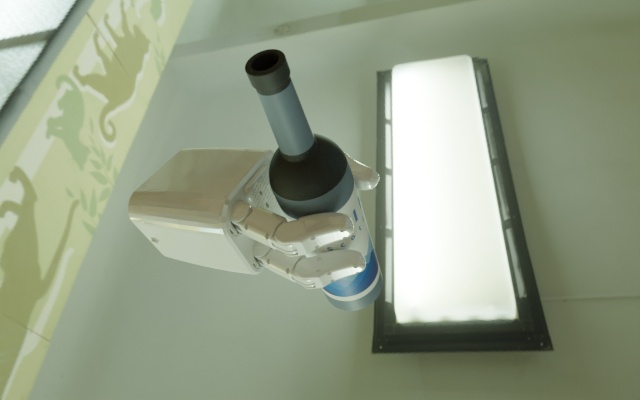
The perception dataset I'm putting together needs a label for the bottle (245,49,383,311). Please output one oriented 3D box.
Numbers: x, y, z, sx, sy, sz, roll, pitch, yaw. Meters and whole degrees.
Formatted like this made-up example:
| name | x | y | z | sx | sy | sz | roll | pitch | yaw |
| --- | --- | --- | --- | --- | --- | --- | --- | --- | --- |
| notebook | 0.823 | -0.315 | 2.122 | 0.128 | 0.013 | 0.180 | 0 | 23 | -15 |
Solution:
| name | x | y | z | sx | sy | sz | roll | pitch | yaw |
| --- | --- | --- | --- | --- | --- | --- | --- | --- | --- |
| bottle | 0.000 | 0.002 | 0.415 | 0.069 | 0.069 | 0.296 | 0 | -38 | 18 |
